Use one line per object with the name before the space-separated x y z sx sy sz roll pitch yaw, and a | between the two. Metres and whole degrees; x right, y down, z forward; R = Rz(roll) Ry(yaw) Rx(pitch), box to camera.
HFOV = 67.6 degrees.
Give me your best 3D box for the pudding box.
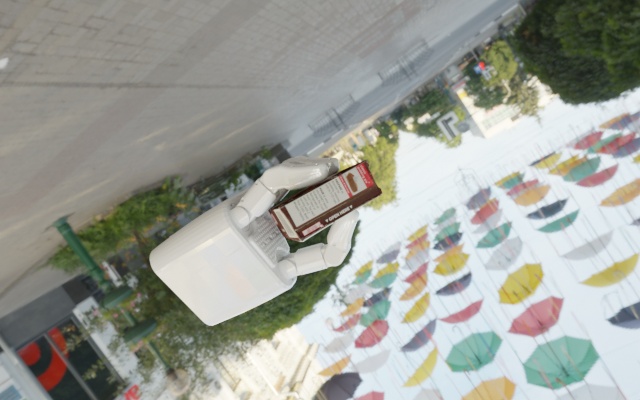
pudding box | 0.000 0.002 0.466 0.090 0.039 0.113 -30 6 -11
